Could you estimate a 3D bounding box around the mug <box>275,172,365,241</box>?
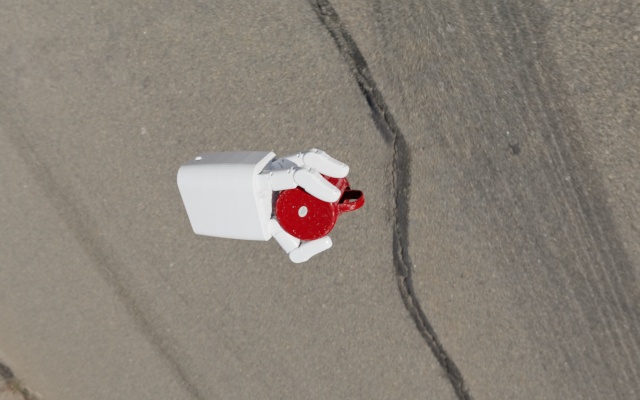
[{"bbox_3d":[0.001,0.002,0.635,0.117,0.093,0.081,1,22,13],"label":"mug"}]
